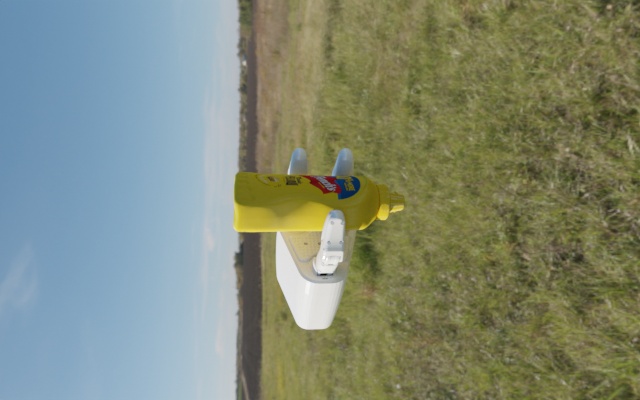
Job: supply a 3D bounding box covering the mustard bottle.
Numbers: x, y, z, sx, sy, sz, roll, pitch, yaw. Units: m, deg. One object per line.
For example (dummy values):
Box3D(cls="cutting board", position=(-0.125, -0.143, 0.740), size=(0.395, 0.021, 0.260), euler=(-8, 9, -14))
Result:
Box3D(cls="mustard bottle", position=(0.000, 0.001, 0.534), size=(0.191, 0.058, 0.096), euler=(1, 19, -9))
